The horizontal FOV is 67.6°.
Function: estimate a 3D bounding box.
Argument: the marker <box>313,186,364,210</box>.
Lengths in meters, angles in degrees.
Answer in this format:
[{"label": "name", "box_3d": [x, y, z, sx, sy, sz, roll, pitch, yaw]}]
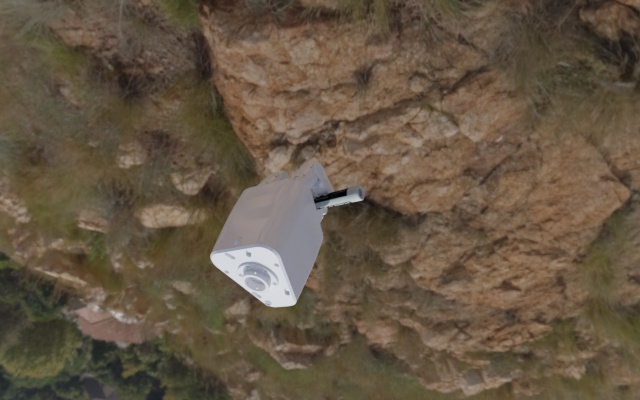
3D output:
[{"label": "marker", "box_3d": [0.000, 0.002, 0.623, 0.121, 0.020, 0.020, -13, -7, 31]}]
